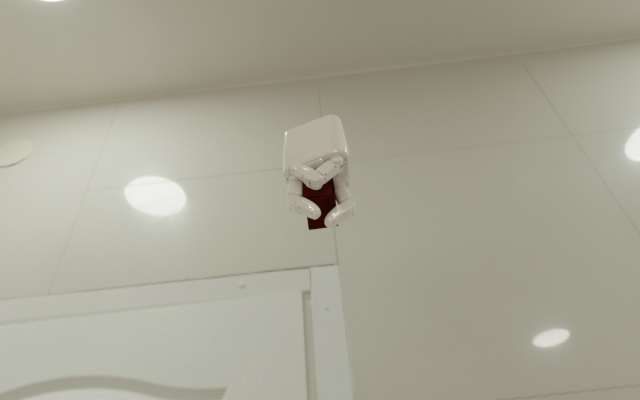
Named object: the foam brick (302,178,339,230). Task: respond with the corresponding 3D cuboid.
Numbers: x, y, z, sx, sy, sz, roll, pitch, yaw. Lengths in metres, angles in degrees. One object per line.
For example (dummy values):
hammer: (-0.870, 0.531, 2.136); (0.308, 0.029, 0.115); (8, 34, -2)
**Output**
foam brick: (0.000, 0.003, 0.792); (0.053, 0.051, 0.078); (-7, -44, 0)
